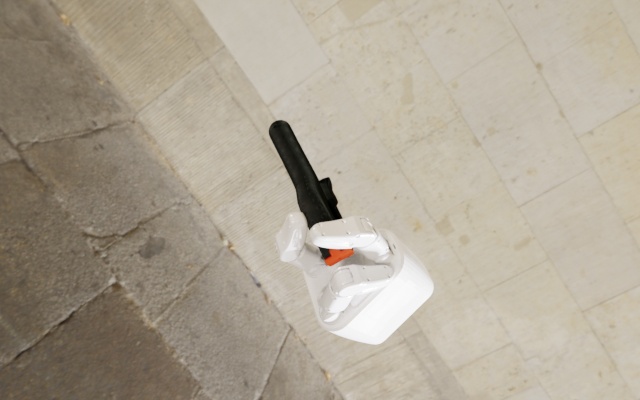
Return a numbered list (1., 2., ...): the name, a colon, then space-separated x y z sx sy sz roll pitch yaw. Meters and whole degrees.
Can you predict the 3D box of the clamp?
1. clamp: 0.001 0.001 0.506 0.039 0.171 0.120 -32 -37 15
